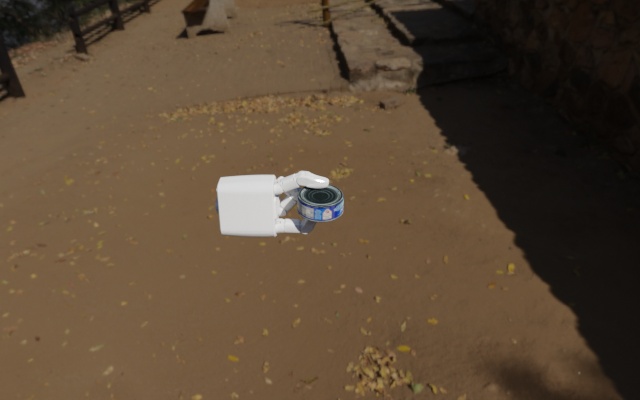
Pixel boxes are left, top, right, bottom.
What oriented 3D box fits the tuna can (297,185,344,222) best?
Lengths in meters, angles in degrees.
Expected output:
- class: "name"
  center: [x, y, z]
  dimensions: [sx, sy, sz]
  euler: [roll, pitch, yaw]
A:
- class: "tuna can"
  center: [0.000, 0.002, 0.875]
  dimensions: [0.086, 0.034, 0.086]
  euler: [1, 31, -1]
